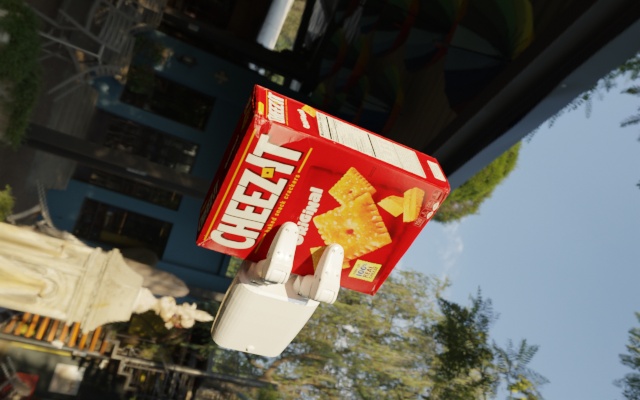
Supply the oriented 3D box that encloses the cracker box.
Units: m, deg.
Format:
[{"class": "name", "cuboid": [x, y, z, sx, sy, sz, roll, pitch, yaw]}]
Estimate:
[{"class": "cracker box", "cuboid": [0.000, 0.002, 0.500, 0.214, 0.164, 0.072, 19, 32, -20]}]
